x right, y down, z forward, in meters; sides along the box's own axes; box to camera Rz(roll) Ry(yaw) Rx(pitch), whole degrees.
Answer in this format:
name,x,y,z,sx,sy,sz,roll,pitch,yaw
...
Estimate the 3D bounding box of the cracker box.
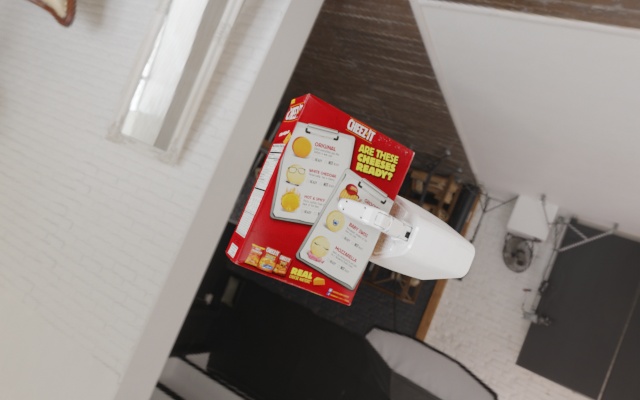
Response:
name,x,y,z,sx,sy,sz,roll,pitch,yaw
cracker box,0.000,0.002,0.599,0.164,0.213,0.072,25,-4,-24
